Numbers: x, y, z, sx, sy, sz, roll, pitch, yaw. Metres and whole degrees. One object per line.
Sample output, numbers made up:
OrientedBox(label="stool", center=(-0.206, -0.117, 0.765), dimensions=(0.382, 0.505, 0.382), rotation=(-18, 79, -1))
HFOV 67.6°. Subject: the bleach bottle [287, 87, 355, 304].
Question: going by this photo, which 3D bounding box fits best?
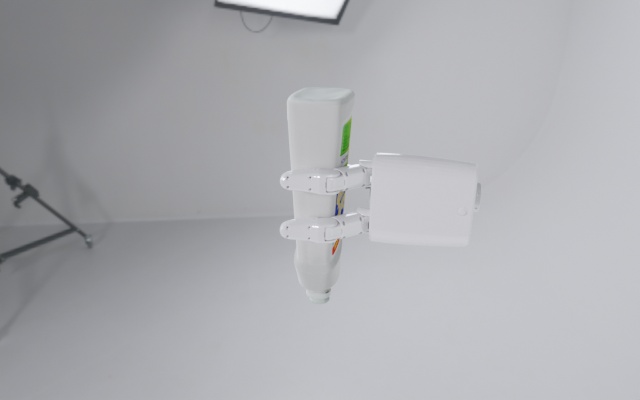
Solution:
OrientedBox(label="bleach bottle", center=(0.000, 0.002, 0.557), dimensions=(0.068, 0.251, 0.102), rotation=(5, 22, 11))
